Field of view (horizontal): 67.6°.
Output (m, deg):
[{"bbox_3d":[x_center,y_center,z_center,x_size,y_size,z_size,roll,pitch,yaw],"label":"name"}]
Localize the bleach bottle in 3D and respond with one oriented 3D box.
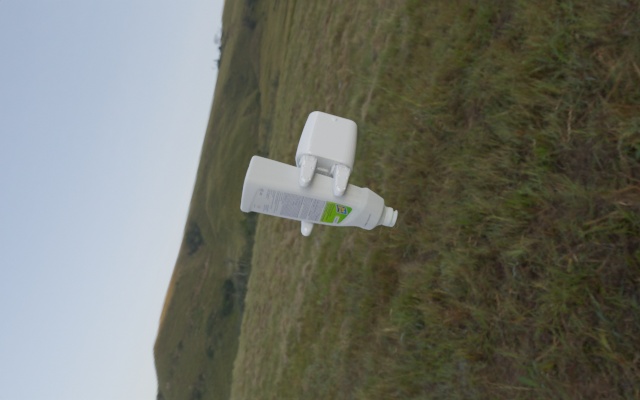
[{"bbox_3d":[0.000,0.003,0.788,0.251,0.068,0.103,15,-36,-4],"label":"bleach bottle"}]
